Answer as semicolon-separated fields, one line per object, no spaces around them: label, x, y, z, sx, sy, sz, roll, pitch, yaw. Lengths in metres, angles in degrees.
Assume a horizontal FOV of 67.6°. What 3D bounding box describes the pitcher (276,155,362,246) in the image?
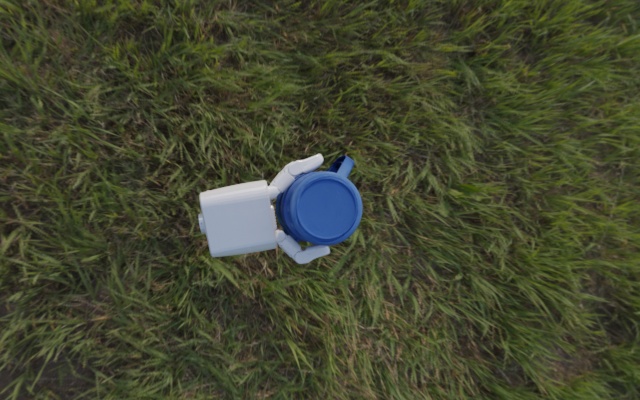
pitcher;0.000;0.003;0.800;0.145;0.149;0.243;-9;1;-7
